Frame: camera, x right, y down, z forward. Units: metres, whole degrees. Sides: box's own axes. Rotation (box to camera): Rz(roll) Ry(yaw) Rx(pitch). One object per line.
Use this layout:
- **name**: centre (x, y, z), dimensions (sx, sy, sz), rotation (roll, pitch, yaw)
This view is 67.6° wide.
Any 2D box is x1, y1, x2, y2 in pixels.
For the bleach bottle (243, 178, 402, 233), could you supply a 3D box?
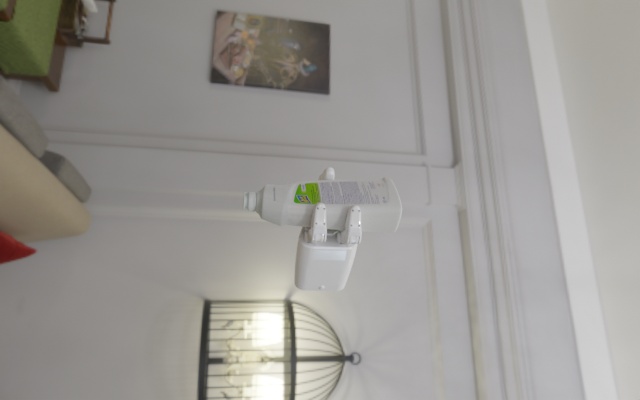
- **bleach bottle**: centre (0.000, 0.003, 0.784), dimensions (0.251, 0.068, 0.102), rotation (3, 35, -10)
